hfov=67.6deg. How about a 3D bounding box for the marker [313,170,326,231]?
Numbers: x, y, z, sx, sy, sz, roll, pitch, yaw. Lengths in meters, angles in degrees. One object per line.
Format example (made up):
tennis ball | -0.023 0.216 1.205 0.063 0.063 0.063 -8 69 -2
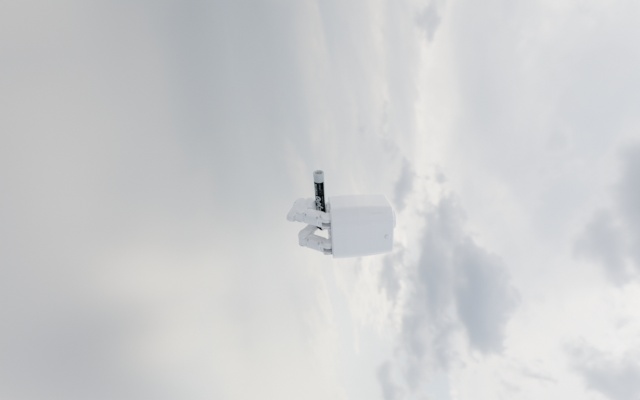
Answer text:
marker | 0.000 0.003 0.838 0.020 0.121 0.020 -3 34 2
